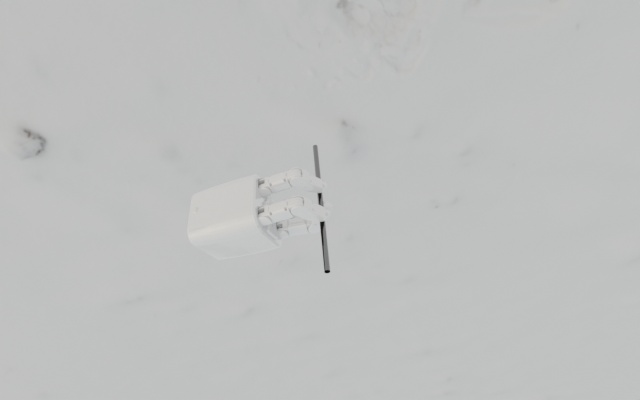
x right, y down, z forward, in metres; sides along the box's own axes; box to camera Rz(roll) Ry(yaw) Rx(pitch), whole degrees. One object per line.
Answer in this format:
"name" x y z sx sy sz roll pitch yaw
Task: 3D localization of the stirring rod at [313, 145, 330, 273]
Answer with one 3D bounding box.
"stirring rod" 0.000 0.002 0.697 0.011 0.239 0.011 -3 -41 -3
